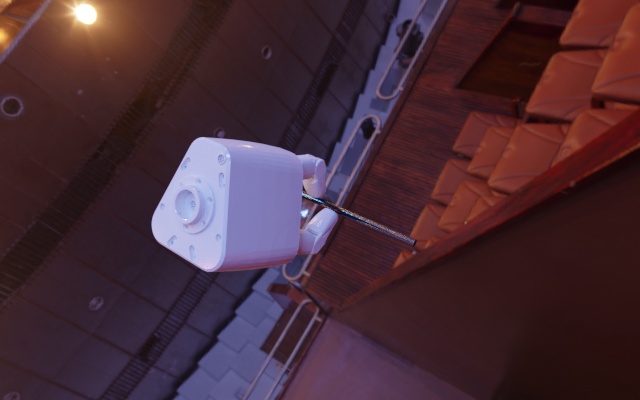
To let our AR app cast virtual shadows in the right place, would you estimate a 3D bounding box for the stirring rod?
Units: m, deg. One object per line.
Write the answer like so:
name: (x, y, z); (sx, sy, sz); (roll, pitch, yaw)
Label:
stirring rod: (0.000, 0.002, 0.546); (0.239, 0.011, 0.011); (24, 12, 29)
